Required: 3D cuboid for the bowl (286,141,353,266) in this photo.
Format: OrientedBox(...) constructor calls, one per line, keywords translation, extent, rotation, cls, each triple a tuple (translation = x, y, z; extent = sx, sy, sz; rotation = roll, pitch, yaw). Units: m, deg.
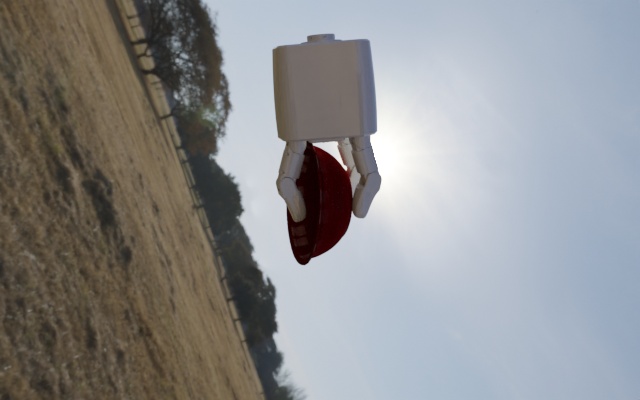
OrientedBox(translation=(0.000, 0.003, 0.615), extent=(0.055, 0.162, 0.162), rotation=(1, -1, -18), cls="bowl")
